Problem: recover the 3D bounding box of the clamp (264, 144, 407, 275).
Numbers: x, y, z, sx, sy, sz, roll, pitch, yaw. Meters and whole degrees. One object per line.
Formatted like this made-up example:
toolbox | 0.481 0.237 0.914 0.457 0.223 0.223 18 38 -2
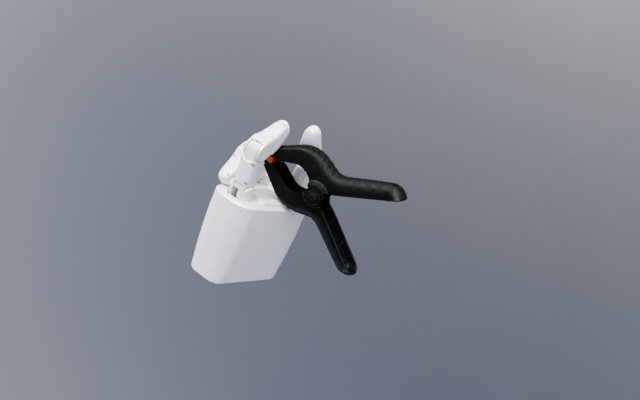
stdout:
clamp | 0.000 0.002 0.531 0.171 0.120 0.039 31 19 22
